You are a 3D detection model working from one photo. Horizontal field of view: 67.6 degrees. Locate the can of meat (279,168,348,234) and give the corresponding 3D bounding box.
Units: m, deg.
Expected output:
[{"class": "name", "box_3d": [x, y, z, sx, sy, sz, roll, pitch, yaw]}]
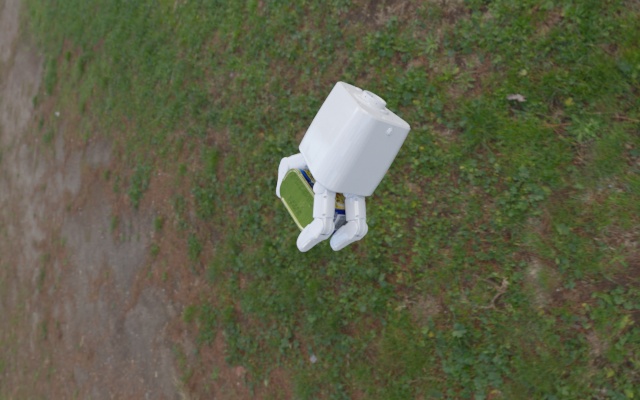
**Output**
[{"class": "can of meat", "box_3d": [0.000, 0.002, 0.669, 0.084, 0.057, 0.102, 7, 37, -44]}]
